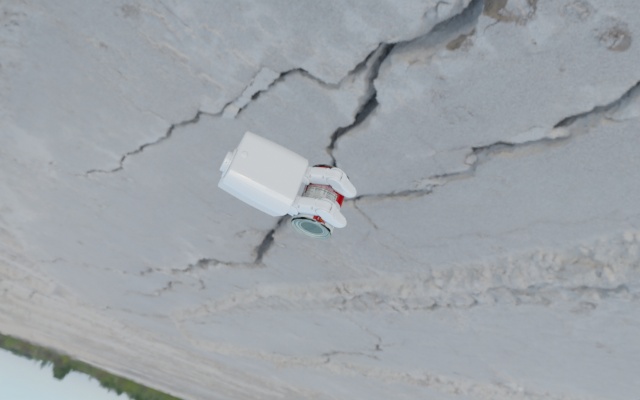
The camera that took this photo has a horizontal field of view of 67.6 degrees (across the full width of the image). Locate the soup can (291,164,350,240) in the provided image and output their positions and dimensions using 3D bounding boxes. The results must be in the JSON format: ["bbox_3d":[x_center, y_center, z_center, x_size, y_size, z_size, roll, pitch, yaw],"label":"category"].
[{"bbox_3d":[0.000,0.003,0.760,0.068,0.102,0.068,16,-27,8],"label":"soup can"}]
